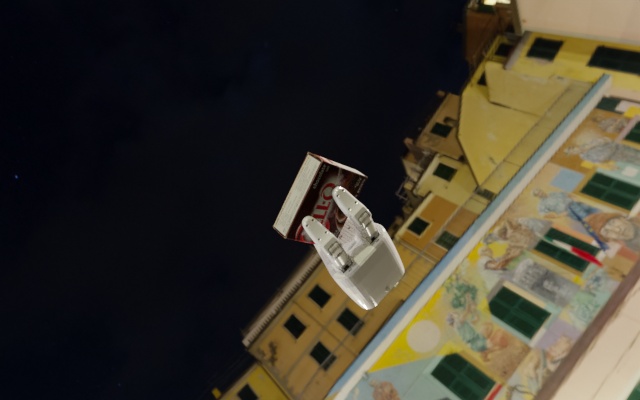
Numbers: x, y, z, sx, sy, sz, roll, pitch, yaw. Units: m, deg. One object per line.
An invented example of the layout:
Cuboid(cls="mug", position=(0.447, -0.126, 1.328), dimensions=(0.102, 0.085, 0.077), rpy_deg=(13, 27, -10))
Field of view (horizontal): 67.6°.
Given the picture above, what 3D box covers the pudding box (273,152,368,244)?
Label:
Cuboid(cls="pudding box", position=(0.000, 0.002, 0.632), dimensions=(0.090, 0.113, 0.039), rpy_deg=(15, 12, -45))
